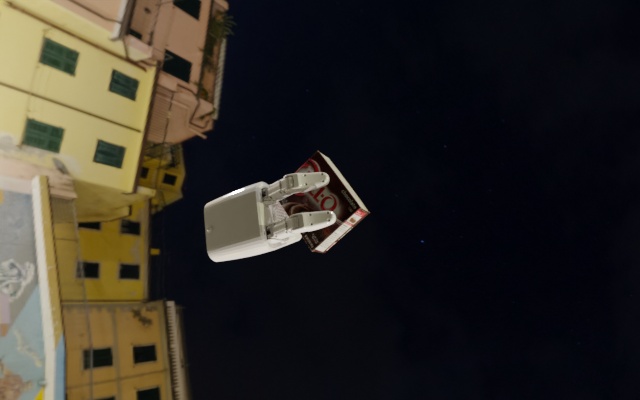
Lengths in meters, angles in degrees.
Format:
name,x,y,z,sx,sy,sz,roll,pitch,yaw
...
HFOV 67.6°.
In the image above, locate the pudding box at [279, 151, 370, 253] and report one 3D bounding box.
name,x,y,z,sx,sy,sz,roll,pitch,yaw
pudding box,0.000,0.002,0.658,0.090,0.113,0.039,-44,-27,14
